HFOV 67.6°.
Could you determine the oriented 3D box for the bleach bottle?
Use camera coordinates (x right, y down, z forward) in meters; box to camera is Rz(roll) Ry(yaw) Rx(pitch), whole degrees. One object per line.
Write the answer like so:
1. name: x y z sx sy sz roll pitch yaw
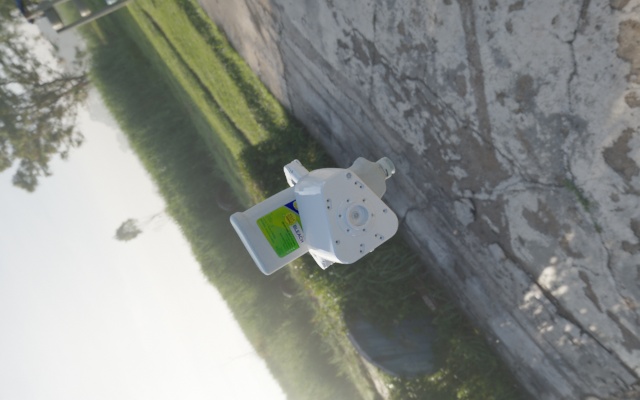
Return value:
1. bleach bottle: 0.000 0.002 0.706 0.251 0.102 0.068 -32 11 -15
